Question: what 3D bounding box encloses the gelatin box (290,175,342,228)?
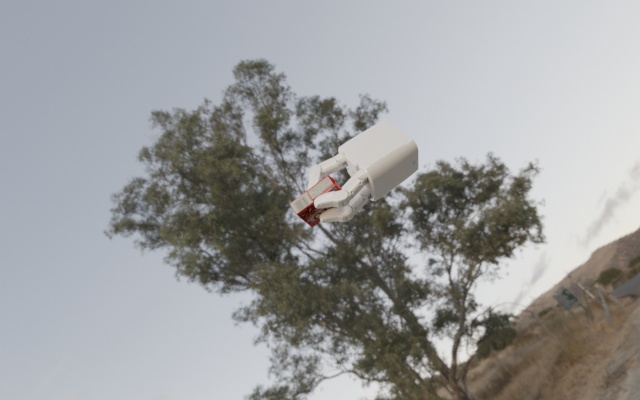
[{"bbox_3d":[0.000,0.003,0.854,0.089,0.030,0.073,-37,-30,5],"label":"gelatin box"}]
